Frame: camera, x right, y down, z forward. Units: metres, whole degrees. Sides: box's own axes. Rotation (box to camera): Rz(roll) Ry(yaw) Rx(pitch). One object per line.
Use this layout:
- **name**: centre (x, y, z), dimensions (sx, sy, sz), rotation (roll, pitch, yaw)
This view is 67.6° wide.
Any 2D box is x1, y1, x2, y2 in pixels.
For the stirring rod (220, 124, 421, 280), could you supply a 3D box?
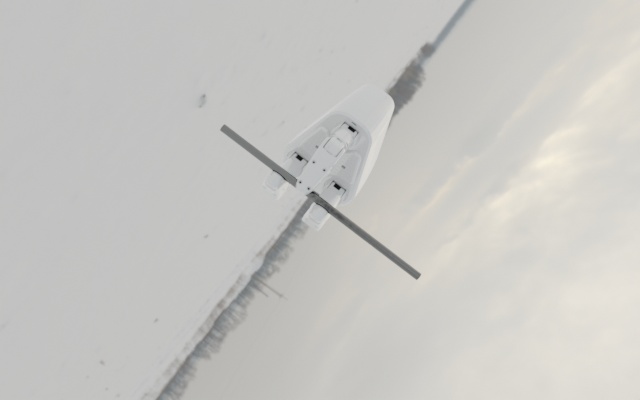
- **stirring rod**: centre (0.000, 0.001, 0.466), dimensions (0.239, 0.011, 0.011), rotation (37, 0, 0)
